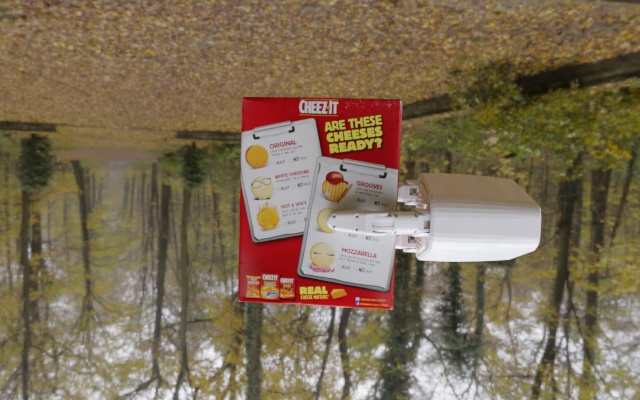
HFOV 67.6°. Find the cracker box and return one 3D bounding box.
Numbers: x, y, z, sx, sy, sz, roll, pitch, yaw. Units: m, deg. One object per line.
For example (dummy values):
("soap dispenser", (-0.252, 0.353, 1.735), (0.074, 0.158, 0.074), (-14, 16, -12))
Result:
("cracker box", (0.000, 0.002, 0.514), (0.164, 0.214, 0.072), (2, 4, 4))
